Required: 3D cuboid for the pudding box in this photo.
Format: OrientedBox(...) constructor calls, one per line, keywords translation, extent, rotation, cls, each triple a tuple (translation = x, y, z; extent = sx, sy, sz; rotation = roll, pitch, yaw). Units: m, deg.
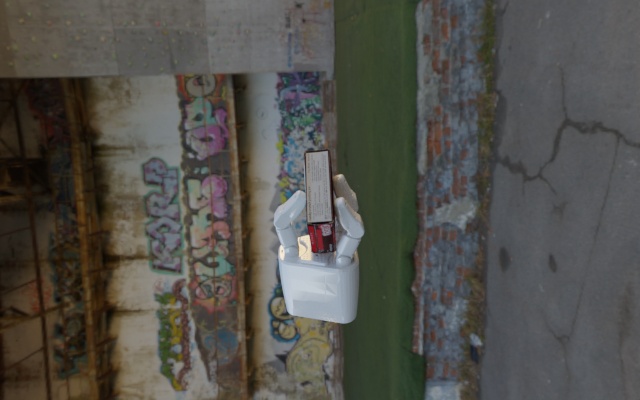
OrientedBox(translation=(0.000, 0.002, 0.637), extent=(0.039, 0.113, 0.090), rotation=(-5, -30, 0), cls="pudding box")
